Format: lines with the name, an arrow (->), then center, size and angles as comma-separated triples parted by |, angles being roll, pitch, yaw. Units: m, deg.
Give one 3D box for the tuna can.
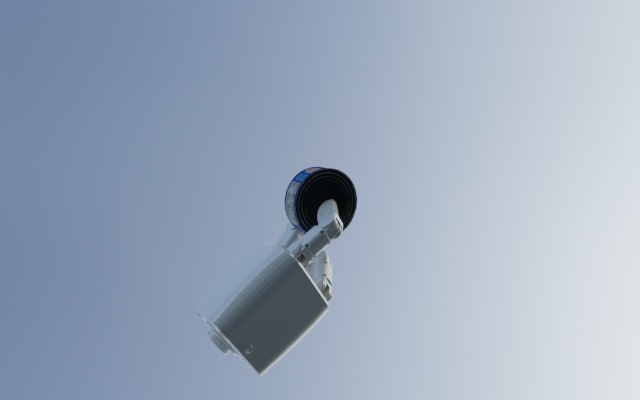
tuna can -> 0.000, 0.002, 0.581 | 0.086, 0.086, 0.033 | 0, 9, -31
